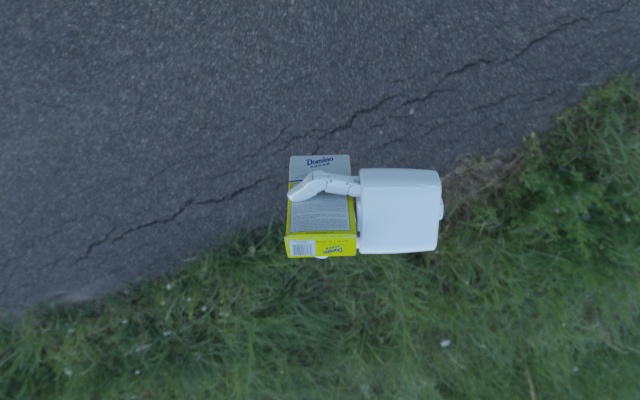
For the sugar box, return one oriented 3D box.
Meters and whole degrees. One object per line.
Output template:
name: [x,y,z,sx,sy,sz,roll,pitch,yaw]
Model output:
sugar box: [0.000,0.003,0.680,0.093,0.048,0.176,-1,39,1]
